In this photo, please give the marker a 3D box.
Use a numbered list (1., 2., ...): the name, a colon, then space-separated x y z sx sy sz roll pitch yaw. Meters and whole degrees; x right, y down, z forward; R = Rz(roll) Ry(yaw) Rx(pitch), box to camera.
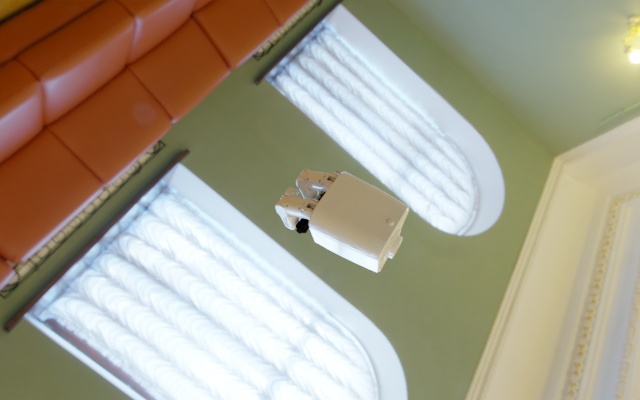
1. marker: 0.000 0.002 0.707 0.020 0.020 0.121 0 44 46
